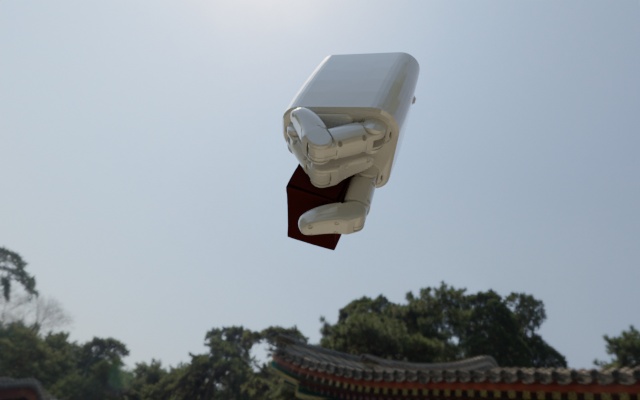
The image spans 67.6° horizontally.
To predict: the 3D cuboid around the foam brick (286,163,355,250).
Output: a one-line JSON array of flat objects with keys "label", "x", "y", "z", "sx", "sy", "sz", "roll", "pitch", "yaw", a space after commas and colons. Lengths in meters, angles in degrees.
[{"label": "foam brick", "x": 0.000, "y": 0.002, "z": 0.466, "sx": 0.053, "sy": 0.051, "sz": 0.078, "roll": 17, "pitch": -40, "yaw": 11}]
